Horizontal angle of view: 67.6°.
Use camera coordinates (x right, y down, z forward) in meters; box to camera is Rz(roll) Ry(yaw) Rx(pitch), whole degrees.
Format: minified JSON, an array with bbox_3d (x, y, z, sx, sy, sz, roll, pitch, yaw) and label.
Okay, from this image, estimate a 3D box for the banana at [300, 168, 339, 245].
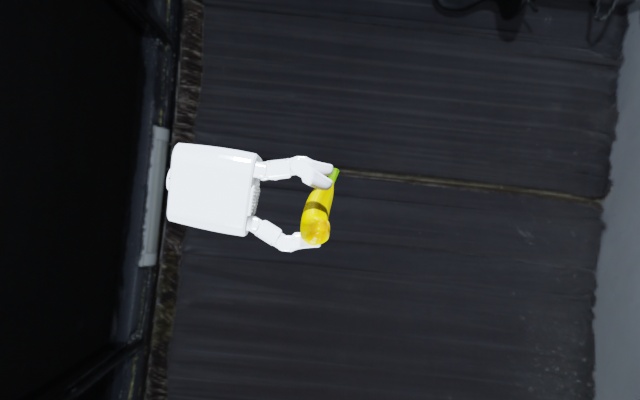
[{"bbox_3d":[-0.004,0.017,0.628,0.037,0.070,0.197,14,24,-2],"label":"banana"}]
